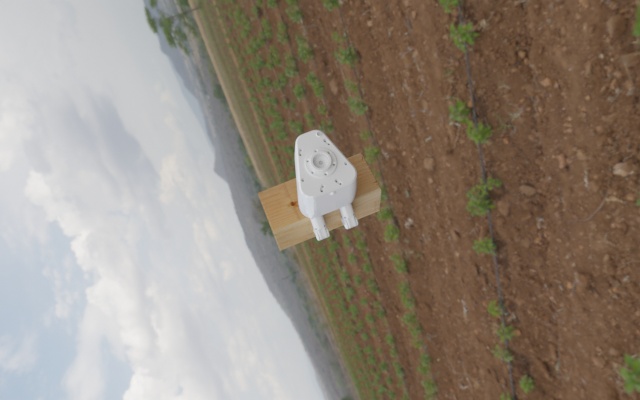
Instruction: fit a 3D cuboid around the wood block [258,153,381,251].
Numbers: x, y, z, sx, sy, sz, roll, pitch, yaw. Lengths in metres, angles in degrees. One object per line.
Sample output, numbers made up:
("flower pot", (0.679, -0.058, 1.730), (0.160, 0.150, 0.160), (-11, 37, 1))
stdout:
("wood block", (0.000, 0.003, 0.893), (0.206, 0.090, 0.090), (-21, -27, -6))
